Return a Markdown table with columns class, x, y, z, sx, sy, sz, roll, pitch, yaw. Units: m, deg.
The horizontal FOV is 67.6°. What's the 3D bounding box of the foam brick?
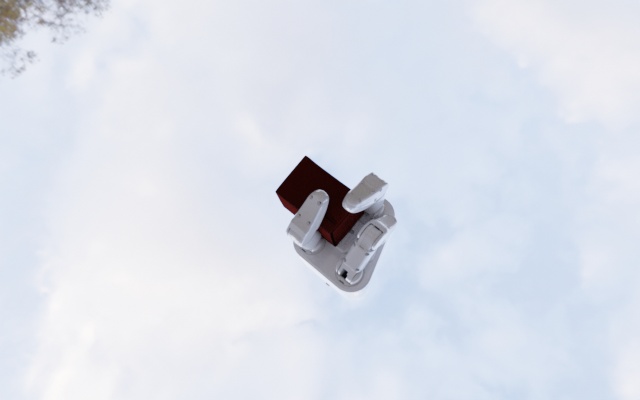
| class | x | y | z | sx | sy | sz | roll | pitch | yaw |
| --- | --- | --- | --- | --- | --- | --- | --- | --- | --- |
| foam brick | 0.000 | 0.001 | 0.506 | 0.078 | 0.053 | 0.051 | 38 | -11 | 17 |
